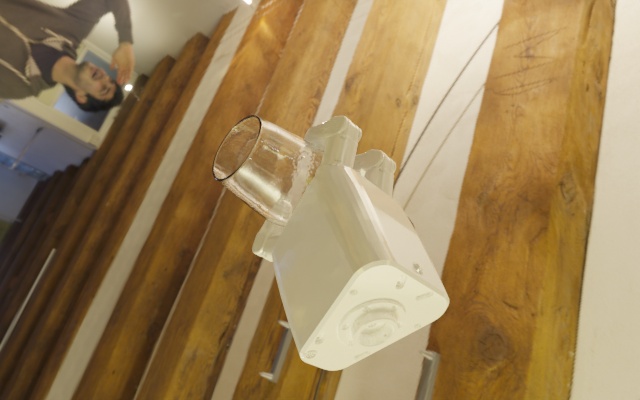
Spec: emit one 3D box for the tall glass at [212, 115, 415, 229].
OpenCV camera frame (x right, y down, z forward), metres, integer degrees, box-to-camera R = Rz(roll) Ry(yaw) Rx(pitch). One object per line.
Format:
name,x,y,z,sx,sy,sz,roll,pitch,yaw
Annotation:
tall glass,0.000,0.002,0.442,0.201,0.079,0.079,33,-20,-34
